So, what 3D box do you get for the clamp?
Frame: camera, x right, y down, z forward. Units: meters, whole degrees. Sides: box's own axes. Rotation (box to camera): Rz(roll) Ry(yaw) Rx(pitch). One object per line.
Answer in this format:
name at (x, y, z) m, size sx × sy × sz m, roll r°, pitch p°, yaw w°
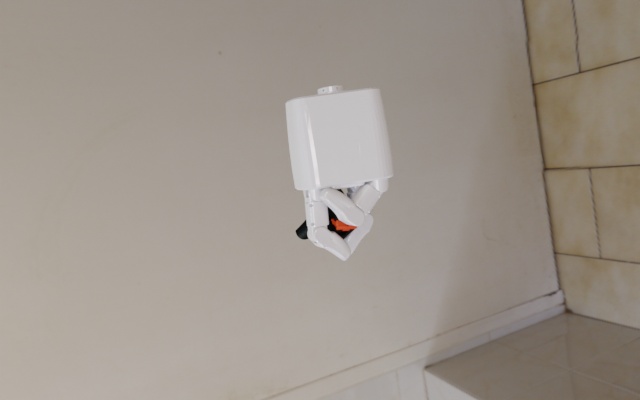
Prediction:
clamp at (0.000, 0.002, 0.648) m, size 0.039 × 0.120 × 0.171 m, roll -11°, pitch 7°, yaw -23°
